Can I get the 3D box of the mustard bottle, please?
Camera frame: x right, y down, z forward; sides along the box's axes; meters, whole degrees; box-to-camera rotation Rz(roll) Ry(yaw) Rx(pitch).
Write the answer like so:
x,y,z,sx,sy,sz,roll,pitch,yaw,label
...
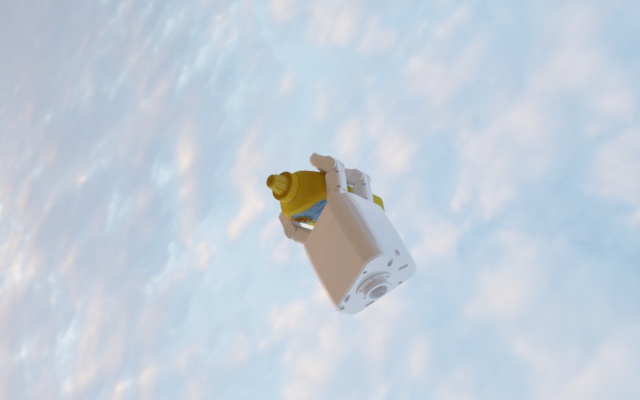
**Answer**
x,y,z,sx,sy,sz,roll,pitch,yaw,label
0.000,0.002,0.679,0.096,0.058,0.192,-26,-33,36,mustard bottle
